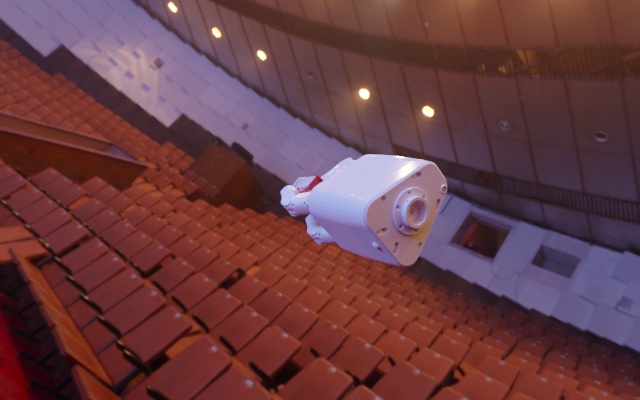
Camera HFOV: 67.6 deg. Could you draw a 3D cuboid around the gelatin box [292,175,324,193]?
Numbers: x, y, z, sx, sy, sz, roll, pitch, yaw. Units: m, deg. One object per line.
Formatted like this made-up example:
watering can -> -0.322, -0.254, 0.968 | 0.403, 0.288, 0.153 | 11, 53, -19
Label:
gelatin box -> 0.000, 0.002, 0.639 | 0.073, 0.030, 0.089 | 44, -12, -14
